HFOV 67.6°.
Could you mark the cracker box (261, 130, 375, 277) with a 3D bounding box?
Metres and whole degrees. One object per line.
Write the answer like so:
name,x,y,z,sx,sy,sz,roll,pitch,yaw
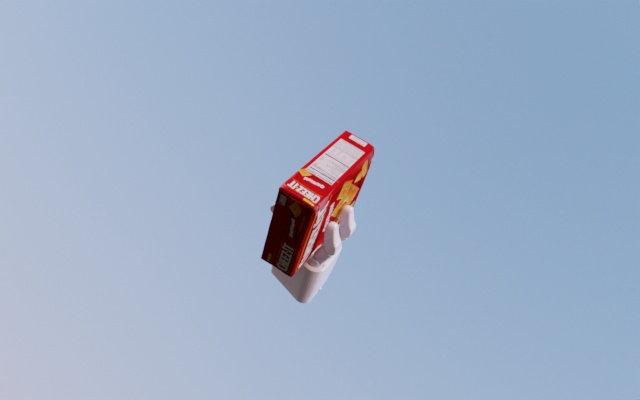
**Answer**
cracker box,0.000,0.002,0.800,0.072,0.164,0.213,30,42,13
